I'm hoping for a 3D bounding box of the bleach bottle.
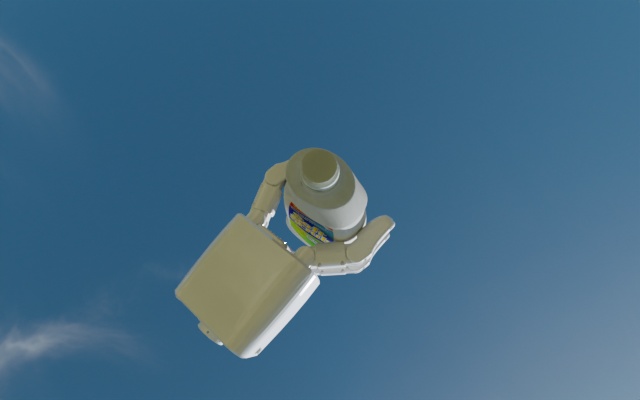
[{"bbox_3d":[0.000,0.002,0.493,0.102,0.068,0.251,39,-10,13],"label":"bleach bottle"}]
